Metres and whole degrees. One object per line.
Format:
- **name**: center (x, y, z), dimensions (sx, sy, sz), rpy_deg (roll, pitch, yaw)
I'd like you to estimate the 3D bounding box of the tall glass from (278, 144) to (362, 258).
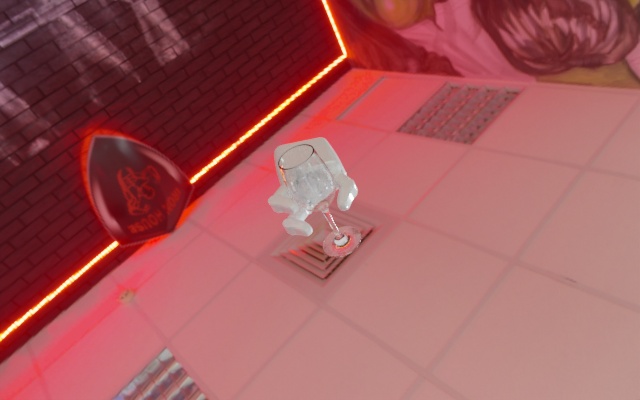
- **tall glass**: center (0.000, 0.003, 0.799), dimensions (0.079, 0.201, 0.079), rpy_deg (-18, 37, 14)
